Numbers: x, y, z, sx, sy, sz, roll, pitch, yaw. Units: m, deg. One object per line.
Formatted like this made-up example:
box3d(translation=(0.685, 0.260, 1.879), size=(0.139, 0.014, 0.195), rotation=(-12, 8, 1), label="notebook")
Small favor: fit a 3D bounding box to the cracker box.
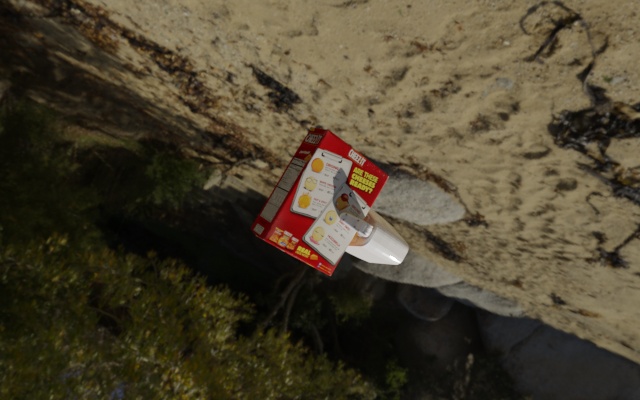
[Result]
box3d(translation=(0.000, 0.003, 0.850), size=(0.164, 0.213, 0.072), rotation=(33, -5, -33), label="cracker box")
